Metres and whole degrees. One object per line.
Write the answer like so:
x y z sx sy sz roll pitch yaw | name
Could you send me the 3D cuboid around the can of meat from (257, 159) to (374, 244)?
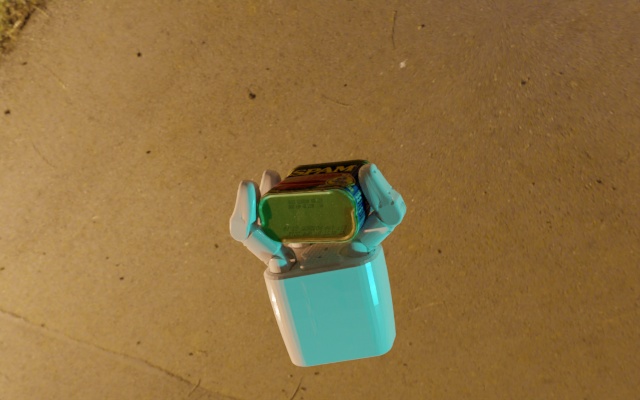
0.000 0.002 0.465 0.102 0.057 0.084 -4 19 22 | can of meat
